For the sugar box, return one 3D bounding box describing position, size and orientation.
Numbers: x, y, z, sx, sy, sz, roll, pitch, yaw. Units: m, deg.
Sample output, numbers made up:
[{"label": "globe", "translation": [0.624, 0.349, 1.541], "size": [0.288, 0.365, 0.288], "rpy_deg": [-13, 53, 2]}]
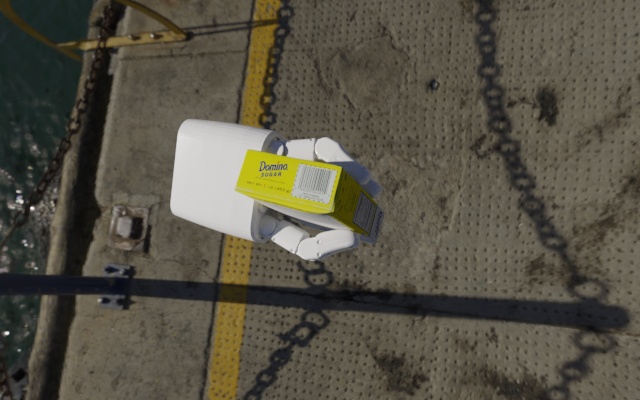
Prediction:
[{"label": "sugar box", "translation": [0.000, 0.001, 0.473], "size": [0.093, 0.048, 0.176], "rpy_deg": [13, -6, 20]}]
